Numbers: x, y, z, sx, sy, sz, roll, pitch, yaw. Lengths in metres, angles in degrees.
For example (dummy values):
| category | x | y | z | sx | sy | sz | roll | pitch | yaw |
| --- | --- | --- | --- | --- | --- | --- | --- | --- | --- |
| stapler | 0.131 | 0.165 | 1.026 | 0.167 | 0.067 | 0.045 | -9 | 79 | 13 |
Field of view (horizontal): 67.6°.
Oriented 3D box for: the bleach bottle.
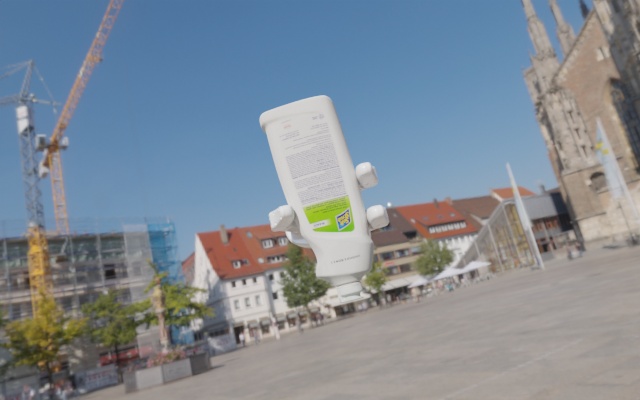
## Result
| category | x | y | z | sx | sy | sz | roll | pitch | yaw |
| --- | --- | --- | --- | --- | --- | --- | --- | --- | --- |
| bleach bottle | 0.000 | 0.002 | 0.593 | 0.102 | 0.250 | 0.068 | -16 | -13 | 8 |
